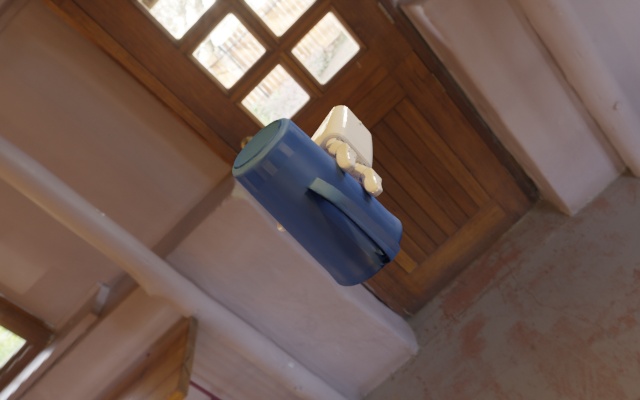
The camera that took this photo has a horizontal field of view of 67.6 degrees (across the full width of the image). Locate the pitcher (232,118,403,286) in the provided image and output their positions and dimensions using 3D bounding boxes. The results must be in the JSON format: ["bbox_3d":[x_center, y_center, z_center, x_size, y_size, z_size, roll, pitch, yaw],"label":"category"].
[{"bbox_3d":[0.000,0.002,0.673,0.149,0.243,0.145,-32,26,30],"label":"pitcher"}]
